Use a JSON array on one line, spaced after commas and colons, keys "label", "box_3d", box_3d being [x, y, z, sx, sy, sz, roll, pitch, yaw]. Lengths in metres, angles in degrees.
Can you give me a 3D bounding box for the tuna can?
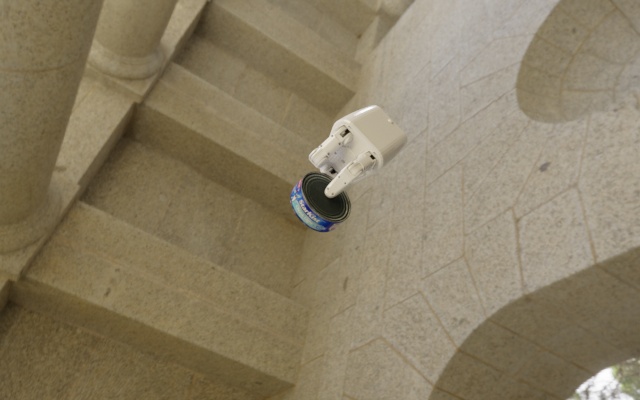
[{"label": "tuna can", "box_3d": [0.000, 0.003, 0.685, 0.086, 0.086, 0.034, 0, -32, -42]}]
